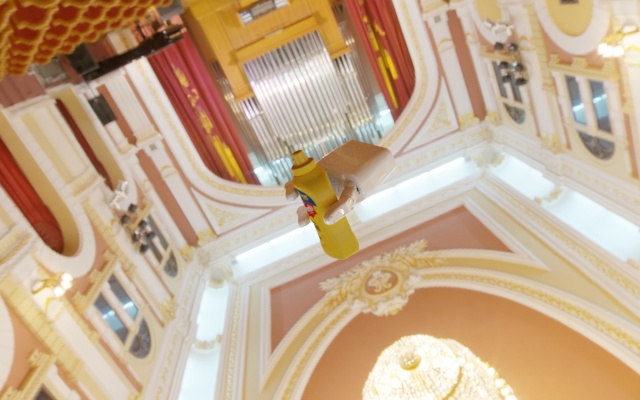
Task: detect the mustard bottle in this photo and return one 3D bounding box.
[{"bbox_3d":[0.000,0.003,0.800,0.058,0.192,0.096,-29,22,-11],"label":"mustard bottle"}]
